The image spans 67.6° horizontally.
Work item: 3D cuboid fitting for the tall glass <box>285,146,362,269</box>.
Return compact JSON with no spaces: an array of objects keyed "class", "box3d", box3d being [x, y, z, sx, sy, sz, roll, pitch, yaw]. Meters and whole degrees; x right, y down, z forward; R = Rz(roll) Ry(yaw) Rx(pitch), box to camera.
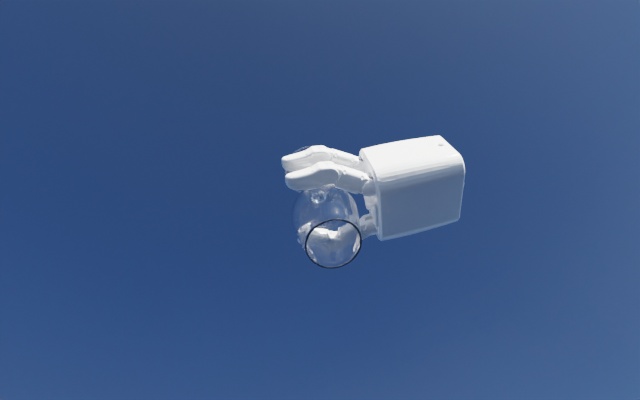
[{"class":"tall glass","box3d":[0.000,0.002,0.592,0.079,0.079,0.201,0,27,-9]}]
